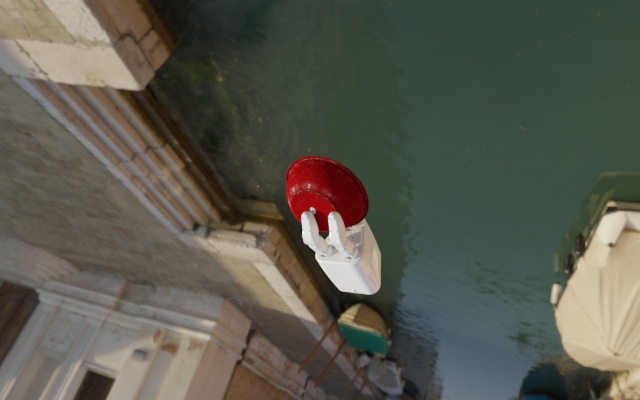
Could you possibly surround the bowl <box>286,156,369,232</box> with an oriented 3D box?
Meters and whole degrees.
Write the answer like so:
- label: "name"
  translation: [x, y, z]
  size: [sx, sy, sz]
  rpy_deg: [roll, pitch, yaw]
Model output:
- label: "bowl"
  translation: [-0.001, 0.002, 0.832]
  size: [0.162, 0.162, 0.055]
  rpy_deg: [0, 38, 33]
